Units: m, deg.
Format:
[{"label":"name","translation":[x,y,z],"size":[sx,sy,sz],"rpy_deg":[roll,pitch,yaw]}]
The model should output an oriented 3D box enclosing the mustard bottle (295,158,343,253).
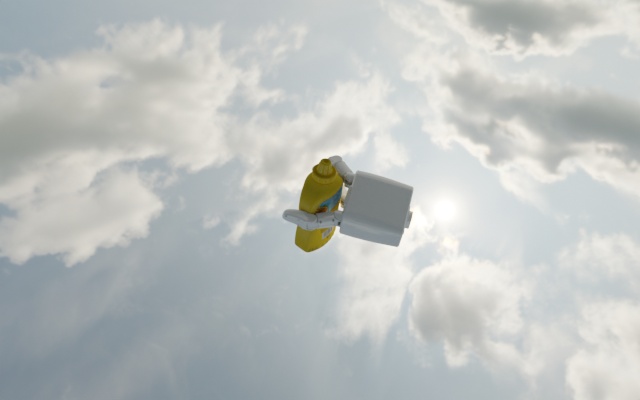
[{"label":"mustard bottle","translation":[0.000,0.003,0.847],"size":[0.058,0.192,0.096],"rpy_deg":[34,51,23]}]
